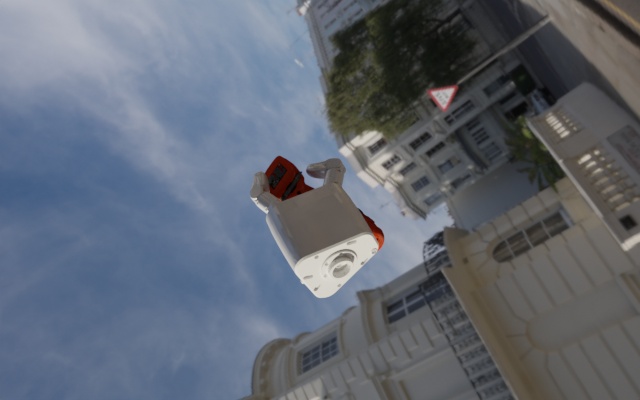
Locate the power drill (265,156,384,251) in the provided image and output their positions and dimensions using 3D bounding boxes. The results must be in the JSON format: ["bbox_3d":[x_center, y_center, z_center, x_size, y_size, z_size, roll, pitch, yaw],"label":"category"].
[{"bbox_3d":[0.000,0.002,0.757,0.188,0.057,0.184,32,3,-23],"label":"power drill"}]
